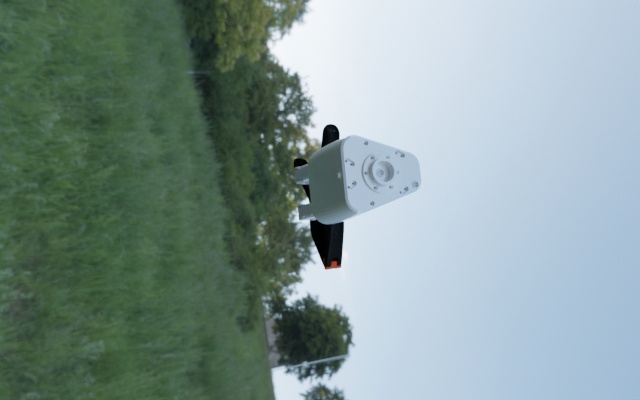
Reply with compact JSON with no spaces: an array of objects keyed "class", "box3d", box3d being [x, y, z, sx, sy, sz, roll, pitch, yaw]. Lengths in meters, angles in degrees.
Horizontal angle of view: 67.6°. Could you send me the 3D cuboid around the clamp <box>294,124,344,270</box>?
[{"class":"clamp","box3d":[0.001,0.003,0.751,0.036,0.210,0.164,-4,-6,-21]}]
